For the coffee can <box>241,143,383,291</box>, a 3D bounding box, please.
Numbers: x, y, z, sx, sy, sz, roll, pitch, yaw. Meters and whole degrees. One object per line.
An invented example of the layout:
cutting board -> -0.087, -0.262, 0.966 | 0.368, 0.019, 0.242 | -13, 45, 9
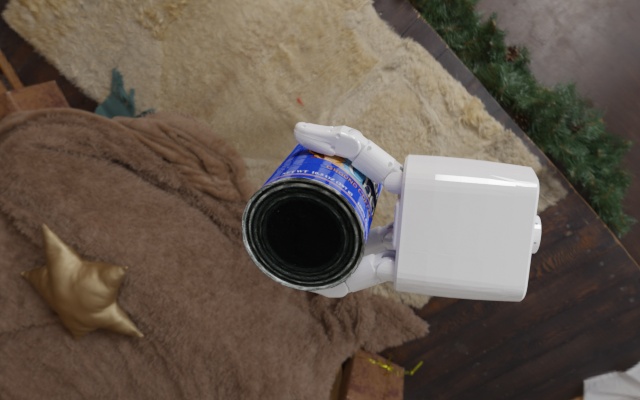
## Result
coffee can -> 0.000, 0.001, 0.441 | 0.103, 0.103, 0.140 | 0, 24, 14
